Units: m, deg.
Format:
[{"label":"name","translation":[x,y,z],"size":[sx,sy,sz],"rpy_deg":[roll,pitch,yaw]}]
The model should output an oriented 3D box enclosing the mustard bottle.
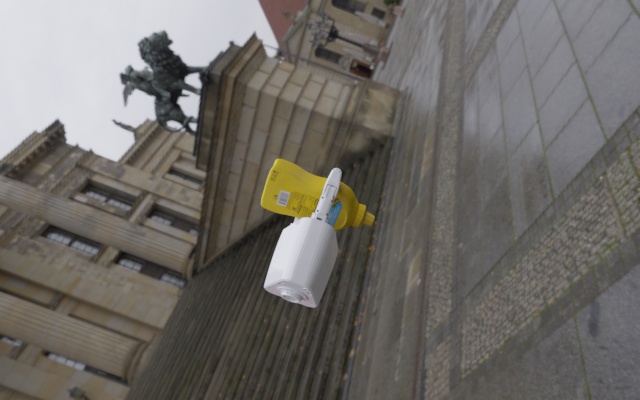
[{"label":"mustard bottle","translation":[0.000,0.002,0.810],"size":[0.191,0.096,0.058],"rpy_deg":[21,39,-1]}]
